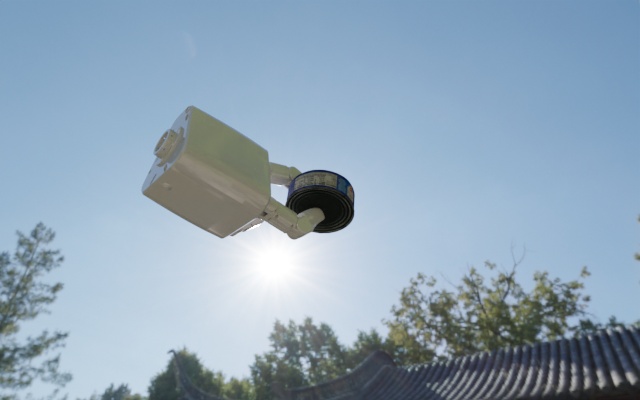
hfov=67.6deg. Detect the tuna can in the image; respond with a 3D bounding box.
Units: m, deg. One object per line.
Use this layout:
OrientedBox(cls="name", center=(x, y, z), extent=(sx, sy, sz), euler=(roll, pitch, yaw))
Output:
OrientedBox(cls="tuna can", center=(0.000, 0.002, 0.594), extent=(0.086, 0.033, 0.086), euler=(3, -42, 3))
